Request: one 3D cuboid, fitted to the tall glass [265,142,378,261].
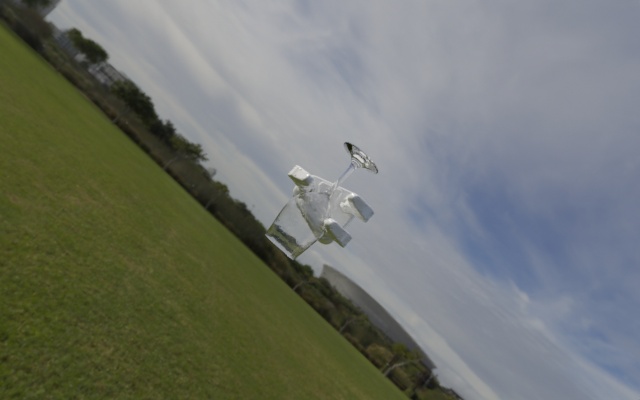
[{"bbox_3d":[0.001,0.002,0.771,0.079,0.201,0.079,42,-8,7],"label":"tall glass"}]
